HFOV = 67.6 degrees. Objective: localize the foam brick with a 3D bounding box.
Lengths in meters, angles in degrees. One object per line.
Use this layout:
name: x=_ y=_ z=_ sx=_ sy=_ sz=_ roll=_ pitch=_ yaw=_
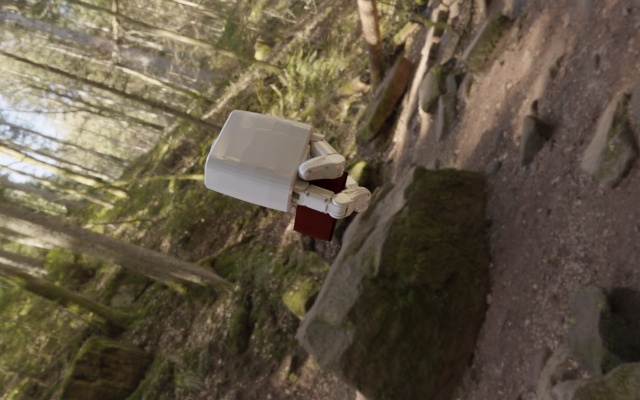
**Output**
foam brick: x=0.000 y=0.002 z=0.603 sx=0.051 sy=0.078 sz=0.053 roll=14 pitch=36 yaw=4
